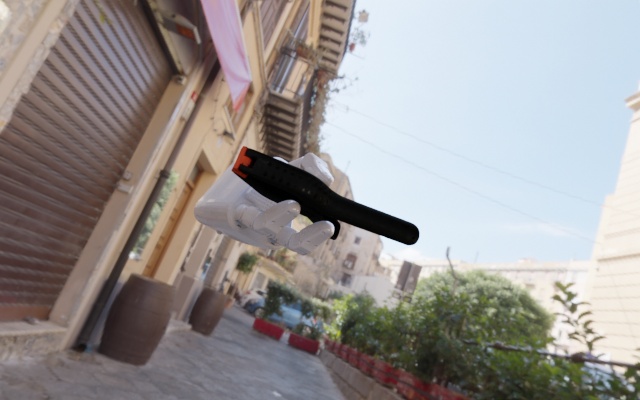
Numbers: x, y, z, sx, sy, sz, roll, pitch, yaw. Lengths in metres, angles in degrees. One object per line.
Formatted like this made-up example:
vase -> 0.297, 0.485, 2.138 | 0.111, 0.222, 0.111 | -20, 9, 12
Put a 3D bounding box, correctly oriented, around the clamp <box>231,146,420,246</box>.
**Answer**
clamp -> 0.000, 0.001, 0.537 | 0.210, 0.036, 0.164 | 33, -20, -36
